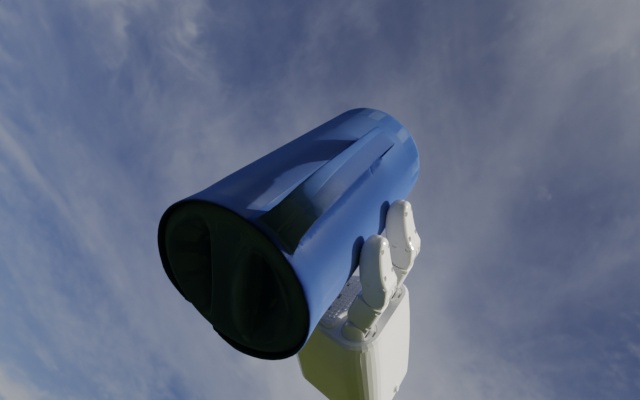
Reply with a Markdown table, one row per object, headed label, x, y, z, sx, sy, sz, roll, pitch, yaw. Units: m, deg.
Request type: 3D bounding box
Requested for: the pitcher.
| label | x | y | z | sx | sy | sz | roll | pitch | yaw |
| --- | --- | --- | --- | --- | --- | --- | --- | --- | --- |
| pitcher | 0.000 | 0.001 | 0.405 | 0.149 | 0.145 | 0.242 | 8 | 32 | 31 |
